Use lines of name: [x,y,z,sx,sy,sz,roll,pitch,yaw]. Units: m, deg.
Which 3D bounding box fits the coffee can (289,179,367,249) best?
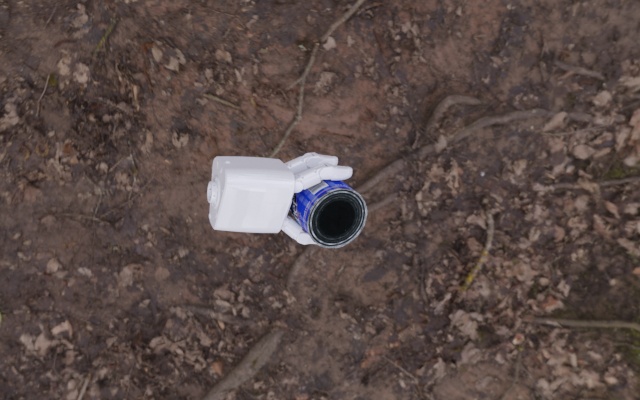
coffee can: [0.000,0.003,0.795,0.103,0.103,0.140,0,22,-25]
